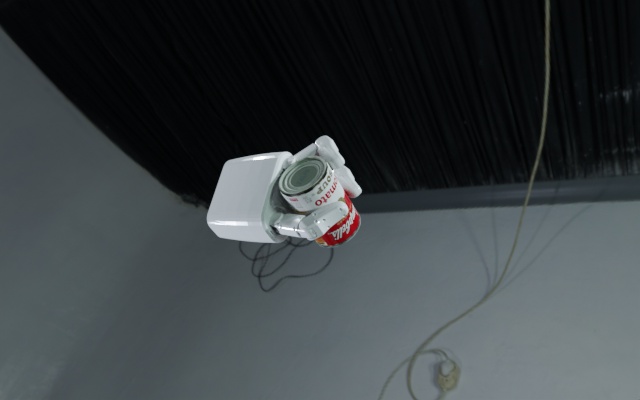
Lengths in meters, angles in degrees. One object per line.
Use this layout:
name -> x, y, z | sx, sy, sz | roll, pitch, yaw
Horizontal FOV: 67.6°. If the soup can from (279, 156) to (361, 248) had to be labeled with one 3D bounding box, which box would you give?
soup can -> 0.000, 0.002, 0.601 | 0.068, 0.068, 0.102 | 0, -42, 36
